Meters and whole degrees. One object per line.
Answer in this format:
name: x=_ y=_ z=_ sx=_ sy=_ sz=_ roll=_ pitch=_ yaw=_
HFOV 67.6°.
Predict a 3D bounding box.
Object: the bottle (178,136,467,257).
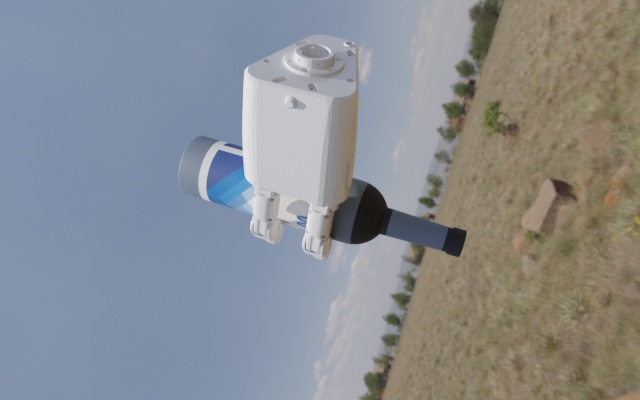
bottle: x=0.000 y=0.002 z=0.494 sx=0.295 sy=0.069 sz=0.069 roll=16 pitch=3 yaw=12
